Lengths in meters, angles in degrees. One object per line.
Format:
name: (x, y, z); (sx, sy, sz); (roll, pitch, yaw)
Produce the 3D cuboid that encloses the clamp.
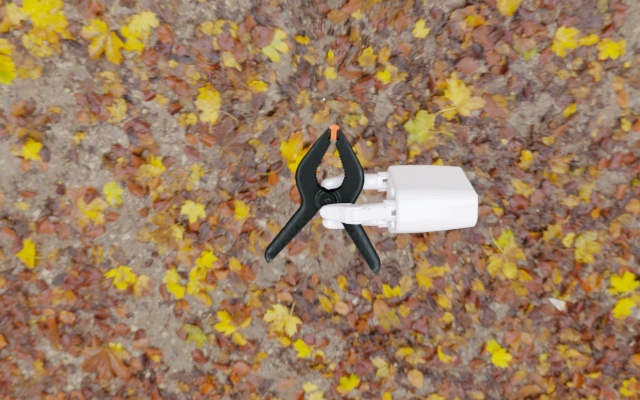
clamp: (0.000, 0.002, 0.658); (0.164, 0.210, 0.036); (-2, 12, 1)
